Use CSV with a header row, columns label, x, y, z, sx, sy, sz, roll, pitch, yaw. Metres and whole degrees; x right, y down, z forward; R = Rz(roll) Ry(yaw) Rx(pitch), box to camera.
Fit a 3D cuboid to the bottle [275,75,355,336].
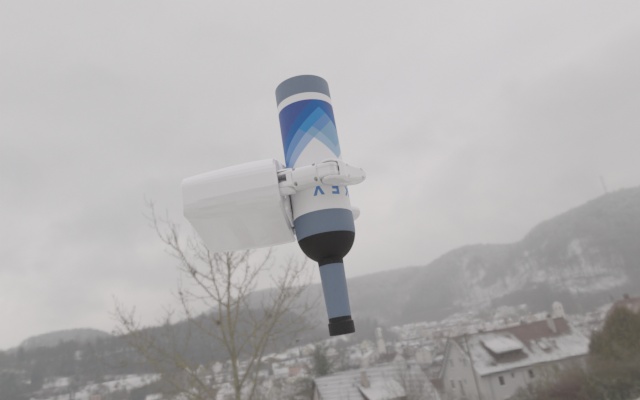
label,x,y,z,sx,sy,sz,roll,pitch,yaw
bottle,0.000,0.002,0.544,0.069,0.295,0.069,-9,-17,-3
